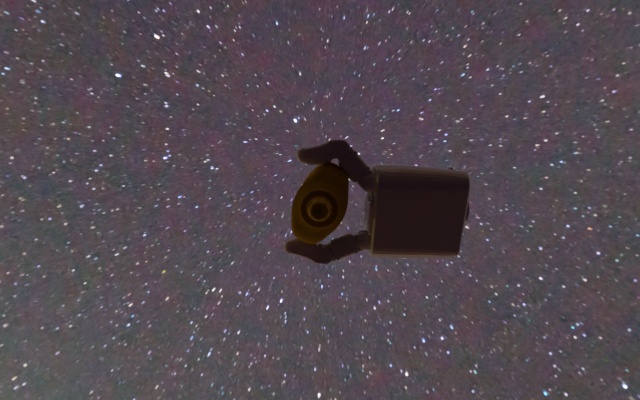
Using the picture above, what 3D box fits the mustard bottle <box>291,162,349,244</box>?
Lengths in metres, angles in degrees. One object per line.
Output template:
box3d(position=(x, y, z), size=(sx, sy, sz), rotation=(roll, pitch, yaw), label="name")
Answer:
box3d(position=(0.000, 0.002, 0.566), size=(0.058, 0.096, 0.191), rotation=(27, 5, -2), label="mustard bottle")
